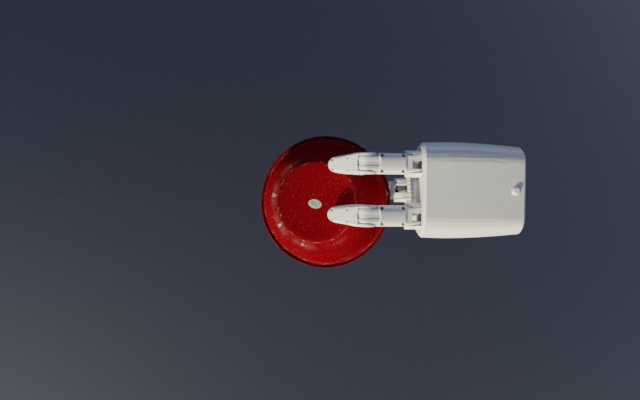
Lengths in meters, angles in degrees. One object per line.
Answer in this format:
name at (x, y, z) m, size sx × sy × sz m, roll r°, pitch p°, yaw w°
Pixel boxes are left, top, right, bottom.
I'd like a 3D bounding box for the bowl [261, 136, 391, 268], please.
bowl at (-0.001, 0.002, 0.559) m, size 0.162 × 0.162 × 0.055 m, roll 0°, pitch 0°, yaw 11°
